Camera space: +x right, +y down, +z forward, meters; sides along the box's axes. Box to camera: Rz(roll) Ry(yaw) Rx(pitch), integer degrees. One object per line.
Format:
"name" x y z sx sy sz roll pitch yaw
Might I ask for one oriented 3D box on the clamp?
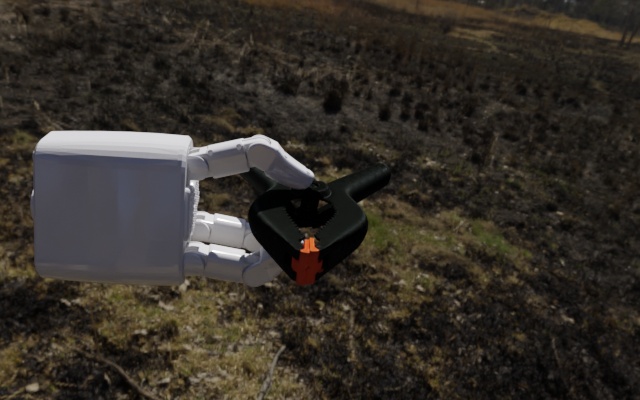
"clamp" 0.000 0.001 0.410 0.164 0.036 0.210 3 25 -9
